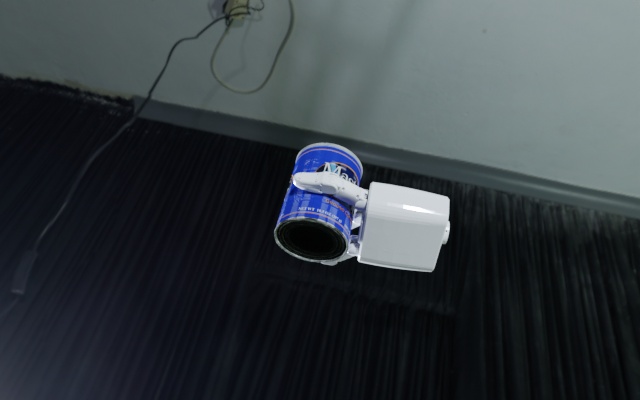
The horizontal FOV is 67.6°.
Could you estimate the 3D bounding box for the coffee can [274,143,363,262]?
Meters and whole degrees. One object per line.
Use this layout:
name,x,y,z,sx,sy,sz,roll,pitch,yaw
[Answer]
coffee can,0.000,0.002,0.683,0.103,0.140,0.103,9,-38,7
